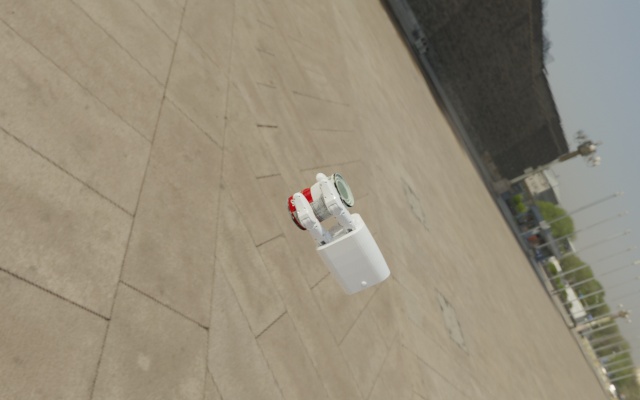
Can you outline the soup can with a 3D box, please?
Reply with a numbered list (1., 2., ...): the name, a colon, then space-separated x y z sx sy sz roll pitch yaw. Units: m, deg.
1. soup can: 0.000 0.002 0.854 0.102 0.068 0.068 -27 -10 20
